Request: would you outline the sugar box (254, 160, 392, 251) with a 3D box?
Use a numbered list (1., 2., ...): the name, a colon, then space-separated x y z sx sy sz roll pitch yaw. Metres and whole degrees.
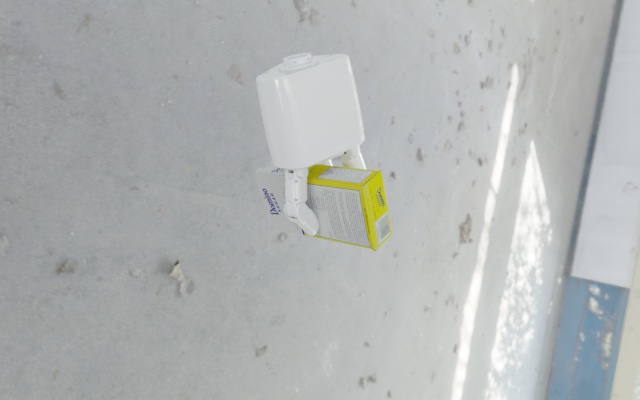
1. sugar box: 0.000 0.002 0.611 0.176 0.093 0.048 12 36 39
